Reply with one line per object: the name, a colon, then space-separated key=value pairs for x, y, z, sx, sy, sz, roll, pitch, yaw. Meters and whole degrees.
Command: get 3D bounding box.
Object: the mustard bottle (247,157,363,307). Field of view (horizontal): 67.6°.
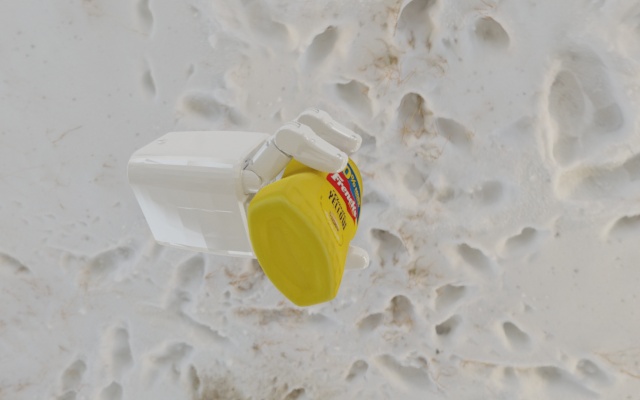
mustard bottle: x=0.000 y=0.001 z=0.427 sx=0.058 sy=0.096 sz=0.191 roll=-19 pitch=18 yaw=22
